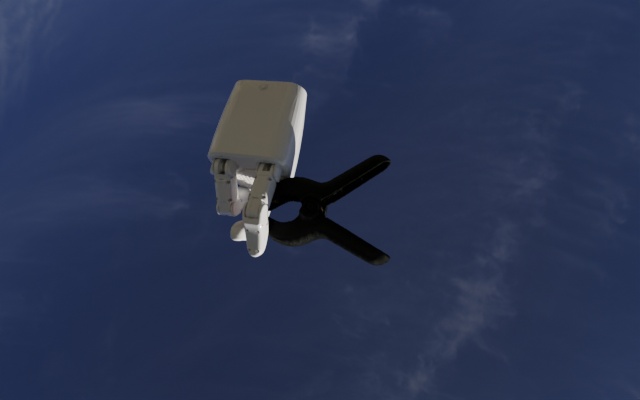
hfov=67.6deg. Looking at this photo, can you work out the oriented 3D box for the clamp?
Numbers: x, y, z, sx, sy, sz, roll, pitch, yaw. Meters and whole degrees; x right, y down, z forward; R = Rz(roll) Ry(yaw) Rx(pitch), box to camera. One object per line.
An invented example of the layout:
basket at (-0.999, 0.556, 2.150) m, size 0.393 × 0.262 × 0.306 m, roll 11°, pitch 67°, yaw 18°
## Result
clamp at (0.000, 0.002, 0.527) m, size 0.171 × 0.120 × 0.039 m, roll 7°, pitch -22°, yaw 16°
